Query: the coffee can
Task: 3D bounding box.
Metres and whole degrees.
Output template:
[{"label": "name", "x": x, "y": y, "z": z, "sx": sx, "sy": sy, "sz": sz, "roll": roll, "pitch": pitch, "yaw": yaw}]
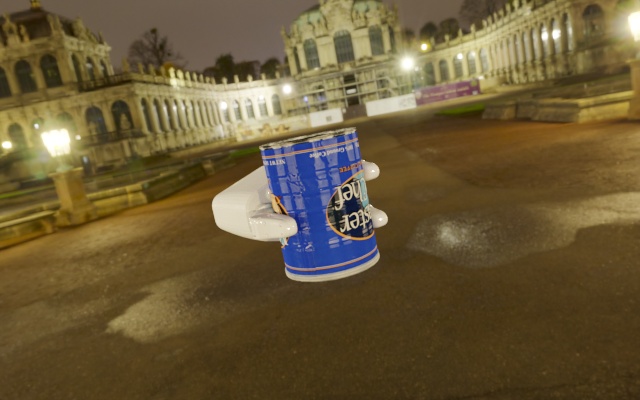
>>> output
[{"label": "coffee can", "x": 0.000, "y": 0.002, "z": 0.504, "sx": 0.103, "sy": 0.140, "sz": 0.103, "roll": -11, "pitch": 10, "yaw": 2}]
